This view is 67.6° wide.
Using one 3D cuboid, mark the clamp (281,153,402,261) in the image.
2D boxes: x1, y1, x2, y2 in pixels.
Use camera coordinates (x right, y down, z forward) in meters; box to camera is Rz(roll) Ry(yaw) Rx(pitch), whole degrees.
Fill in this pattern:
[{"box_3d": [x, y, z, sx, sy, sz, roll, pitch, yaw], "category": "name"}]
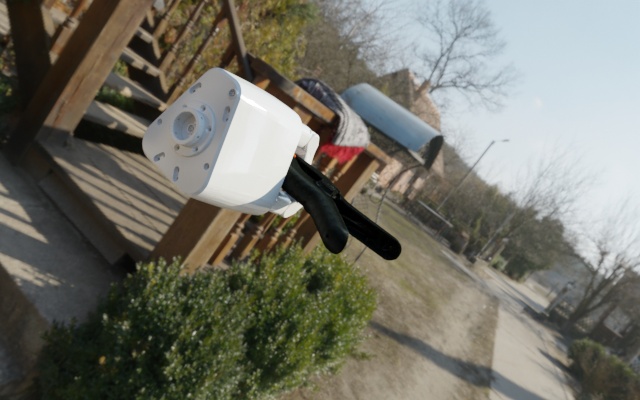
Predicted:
[{"box_3d": [0.000, 0.001, 0.487, 0.171, 0.039, 0.120, 41, 10, 25], "category": "clamp"}]
